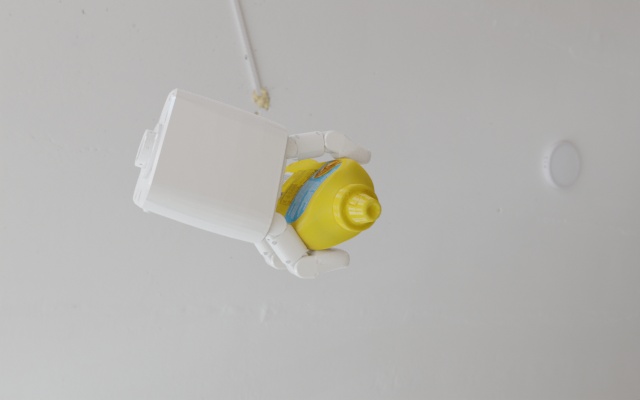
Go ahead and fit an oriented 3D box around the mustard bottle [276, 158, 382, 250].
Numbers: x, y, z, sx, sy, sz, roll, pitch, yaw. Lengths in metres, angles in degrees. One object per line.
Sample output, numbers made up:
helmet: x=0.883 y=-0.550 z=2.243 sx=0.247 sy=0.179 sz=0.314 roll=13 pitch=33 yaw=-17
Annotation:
mustard bottle: x=0.000 y=0.002 z=0.471 sx=0.058 sy=0.096 sz=0.191 roll=45 pitch=-16 yaw=-21
